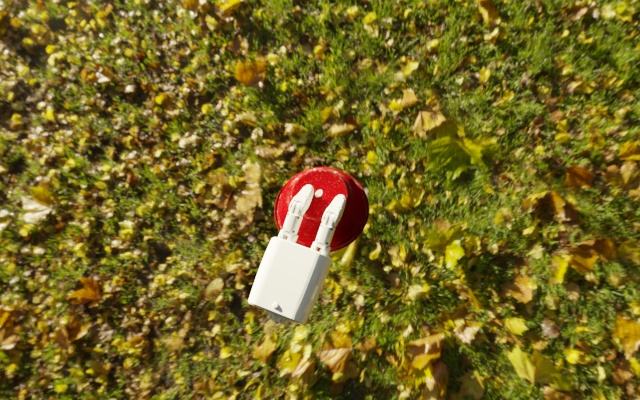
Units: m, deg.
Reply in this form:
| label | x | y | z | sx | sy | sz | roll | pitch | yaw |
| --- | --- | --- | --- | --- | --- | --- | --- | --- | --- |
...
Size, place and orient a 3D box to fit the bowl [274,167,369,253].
| label | x | y | z | sx | sy | sz | roll | pitch | yaw |
| --- | --- | --- | --- | --- | --- | --- | --- | --- | --- |
| bowl | 0.000 | 0.001 | 0.788 | 0.162 | 0.162 | 0.055 | 0 | -27 | 4 |
